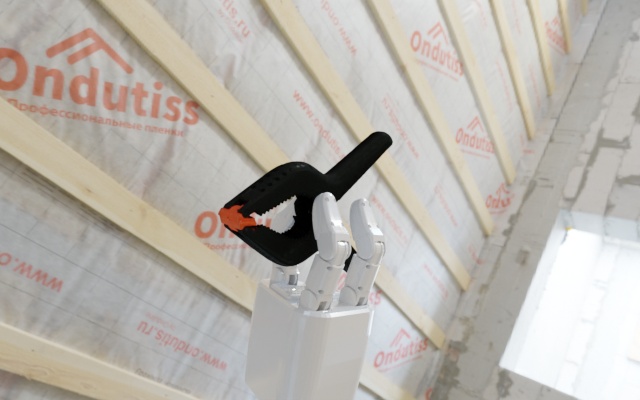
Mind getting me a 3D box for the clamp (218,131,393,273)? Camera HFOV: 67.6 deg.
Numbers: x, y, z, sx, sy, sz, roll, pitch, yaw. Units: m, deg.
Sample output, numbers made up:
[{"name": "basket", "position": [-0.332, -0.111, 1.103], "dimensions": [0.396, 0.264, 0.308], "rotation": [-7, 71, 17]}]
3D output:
[{"name": "clamp", "position": [-0.001, 0.002, 0.452], "dimensions": [0.036, 0.164, 0.210], "rotation": [12, 3, 41]}]
